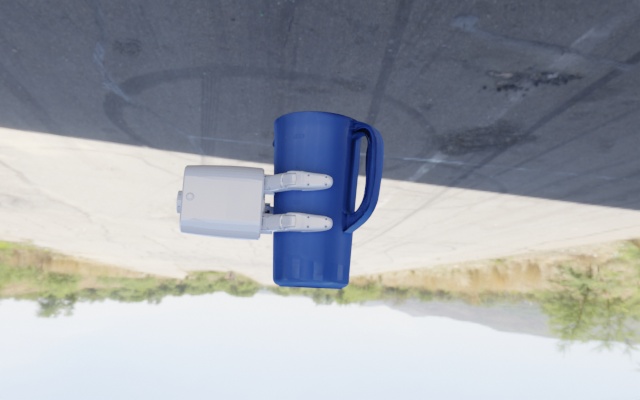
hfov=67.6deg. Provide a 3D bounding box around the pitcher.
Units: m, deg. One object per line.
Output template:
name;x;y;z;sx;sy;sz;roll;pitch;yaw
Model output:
pitcher;0.000;0.002;0.682;0.145;0.242;0.149;4;-10;-11
